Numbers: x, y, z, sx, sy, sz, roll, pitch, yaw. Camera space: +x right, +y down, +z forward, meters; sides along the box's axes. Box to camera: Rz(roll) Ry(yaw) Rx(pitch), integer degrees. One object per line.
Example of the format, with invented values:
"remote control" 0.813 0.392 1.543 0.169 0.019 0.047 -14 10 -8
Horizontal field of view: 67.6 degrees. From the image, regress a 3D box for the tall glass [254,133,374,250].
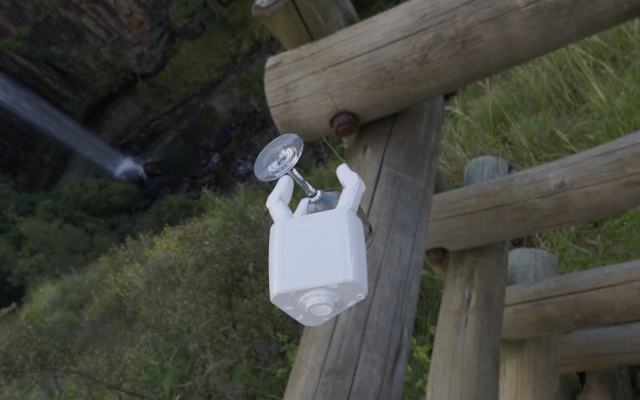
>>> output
"tall glass" 0.000 0.002 0.652 0.079 0.079 0.201 0 -34 40
